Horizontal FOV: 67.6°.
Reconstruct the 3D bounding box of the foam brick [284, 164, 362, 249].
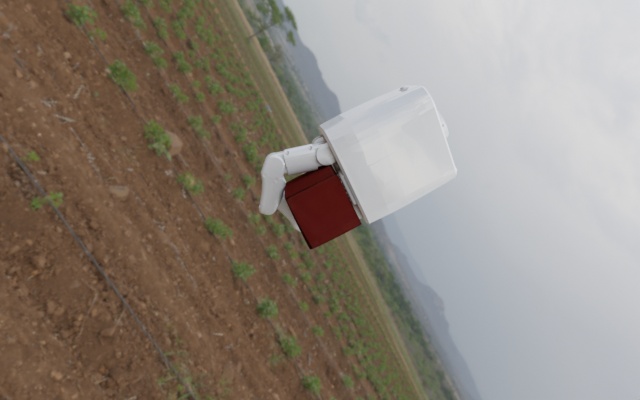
[{"bbox_3d":[0.000,0.002,0.446,0.051,0.053,0.078,-25,14,2],"label":"foam brick"}]
